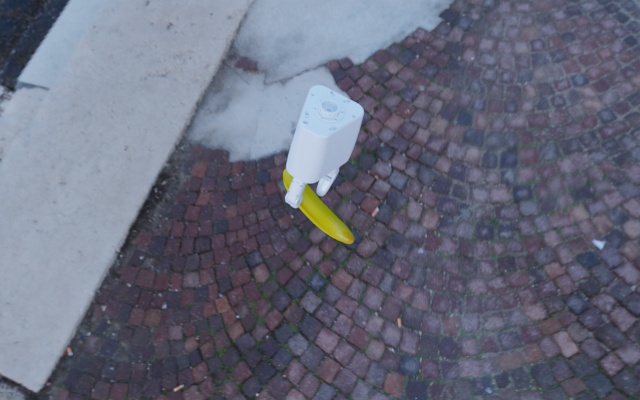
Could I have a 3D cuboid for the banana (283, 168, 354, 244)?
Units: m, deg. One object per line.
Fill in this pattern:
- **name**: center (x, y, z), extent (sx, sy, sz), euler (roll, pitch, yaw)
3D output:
- **banana**: center (-0.013, 0.002, 0.864), extent (0.069, 0.197, 0.037), euler (-10, -34, -53)
